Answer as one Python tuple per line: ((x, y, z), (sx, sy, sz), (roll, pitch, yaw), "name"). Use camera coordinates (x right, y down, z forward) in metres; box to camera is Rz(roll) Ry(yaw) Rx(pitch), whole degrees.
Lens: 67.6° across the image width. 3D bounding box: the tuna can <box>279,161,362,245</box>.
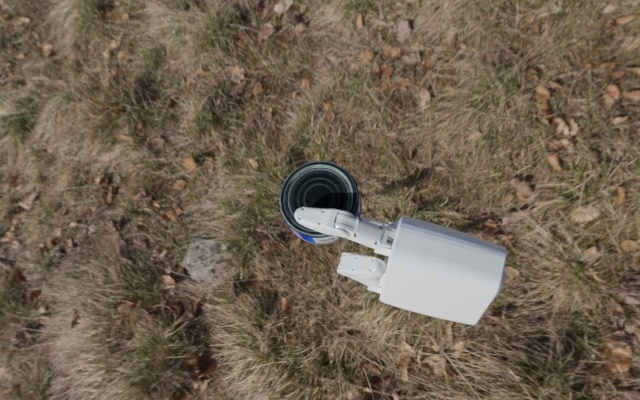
((0.000, 0.001, 0.509), (0.086, 0.086, 0.034), (0, -17, 9), "tuna can")
